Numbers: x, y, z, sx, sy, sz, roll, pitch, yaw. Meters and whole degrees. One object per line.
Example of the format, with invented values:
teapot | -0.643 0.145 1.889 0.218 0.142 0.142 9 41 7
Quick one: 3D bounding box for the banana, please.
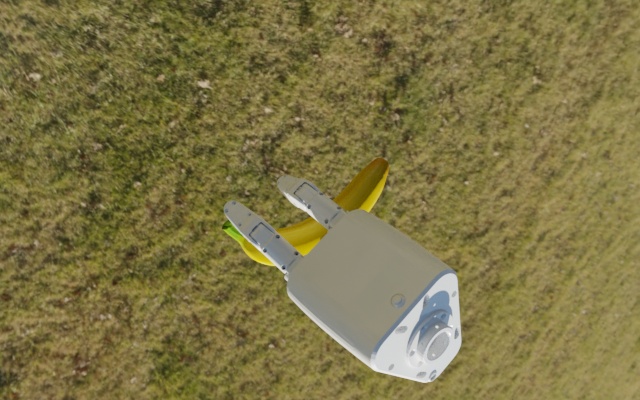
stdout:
banana | 0.000 0.019 0.496 0.198 0.070 0.037 -25 33 -26
